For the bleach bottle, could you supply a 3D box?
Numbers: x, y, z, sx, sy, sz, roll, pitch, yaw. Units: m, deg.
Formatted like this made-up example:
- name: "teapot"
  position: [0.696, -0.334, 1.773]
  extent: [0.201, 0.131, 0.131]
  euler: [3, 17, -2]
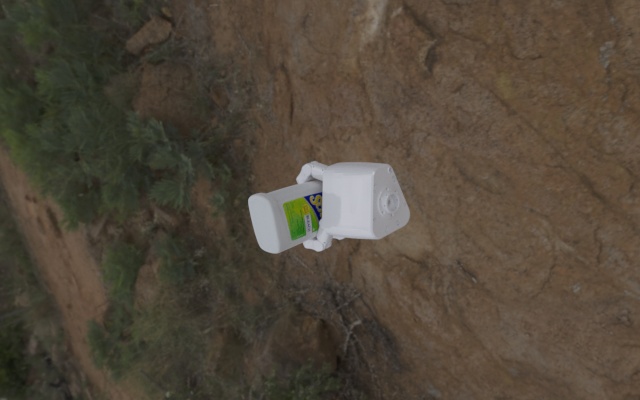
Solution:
- name: "bleach bottle"
  position: [0.000, 0.003, 0.830]
  extent: [0.251, 0.102, 0.068]
  euler: [-23, 19, -38]
